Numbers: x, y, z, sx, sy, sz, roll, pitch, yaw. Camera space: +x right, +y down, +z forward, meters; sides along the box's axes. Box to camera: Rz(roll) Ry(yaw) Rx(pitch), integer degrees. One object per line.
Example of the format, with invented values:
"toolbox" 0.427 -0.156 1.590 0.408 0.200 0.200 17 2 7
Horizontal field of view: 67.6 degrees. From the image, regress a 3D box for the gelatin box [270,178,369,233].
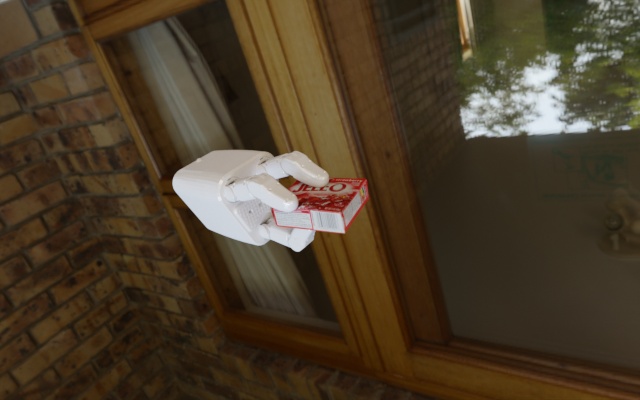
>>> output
"gelatin box" 0.000 0.002 0.536 0.089 0.030 0.073 4 32 28
